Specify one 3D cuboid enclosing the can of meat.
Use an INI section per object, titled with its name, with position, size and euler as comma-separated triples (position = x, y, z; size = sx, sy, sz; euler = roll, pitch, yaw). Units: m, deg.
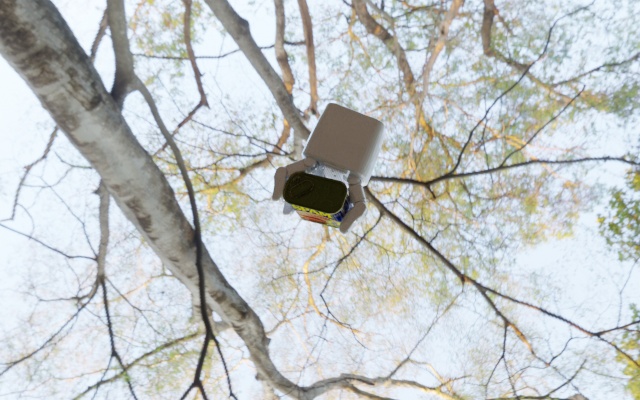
[can of meat]
position = 0.000, 0.003, 0.778
size = 0.102, 0.057, 0.084
euler = 14, -18, 19
